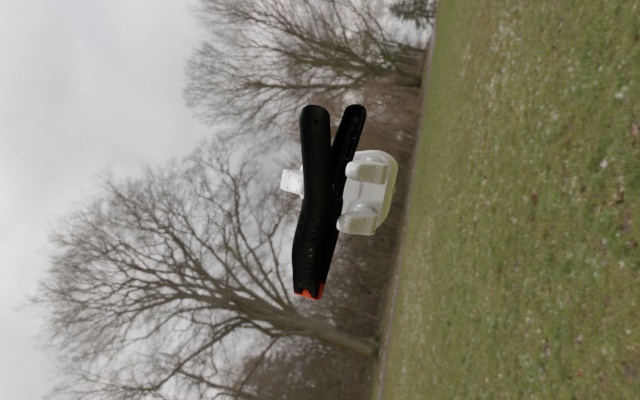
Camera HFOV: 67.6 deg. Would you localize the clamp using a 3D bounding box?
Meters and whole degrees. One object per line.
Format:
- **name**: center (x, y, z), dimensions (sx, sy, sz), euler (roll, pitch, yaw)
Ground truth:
- **clamp**: center (-0.001, 0.002, 0.470), dimensions (0.036, 0.210, 0.164), euler (14, 8, 16)
